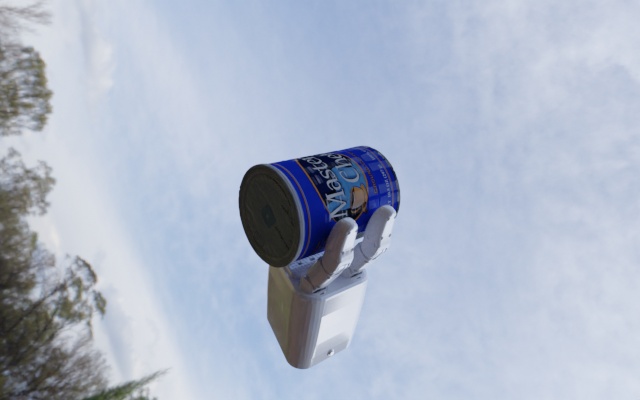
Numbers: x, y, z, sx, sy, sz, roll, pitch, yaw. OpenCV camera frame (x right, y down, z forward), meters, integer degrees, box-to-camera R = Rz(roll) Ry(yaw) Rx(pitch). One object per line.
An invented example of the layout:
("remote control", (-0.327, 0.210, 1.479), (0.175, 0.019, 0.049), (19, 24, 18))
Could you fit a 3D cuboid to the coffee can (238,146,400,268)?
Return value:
("coffee can", (0.000, 0.001, 0.505), (0.140, 0.103, 0.103), (-15, 10, -39))
